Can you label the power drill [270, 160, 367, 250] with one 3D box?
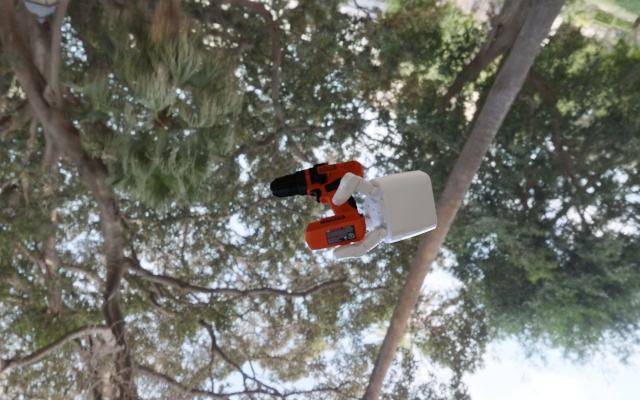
[{"bbox_3d":[0.000,0.003,0.874,0.184,0.057,0.187,-13,42,2],"label":"power drill"}]
